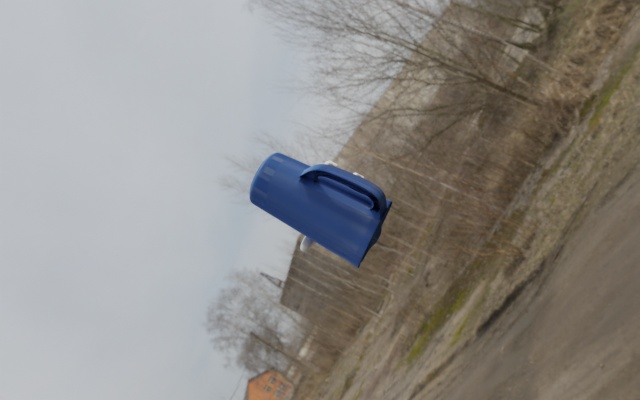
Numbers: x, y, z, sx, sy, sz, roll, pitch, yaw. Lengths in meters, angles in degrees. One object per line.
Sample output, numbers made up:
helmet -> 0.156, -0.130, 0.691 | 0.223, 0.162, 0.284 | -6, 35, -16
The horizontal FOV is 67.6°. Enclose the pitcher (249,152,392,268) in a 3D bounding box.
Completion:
pitcher -> 0.000, 0.003, 0.859 | 0.243, 0.149, 0.145 | 27, 7, 9
